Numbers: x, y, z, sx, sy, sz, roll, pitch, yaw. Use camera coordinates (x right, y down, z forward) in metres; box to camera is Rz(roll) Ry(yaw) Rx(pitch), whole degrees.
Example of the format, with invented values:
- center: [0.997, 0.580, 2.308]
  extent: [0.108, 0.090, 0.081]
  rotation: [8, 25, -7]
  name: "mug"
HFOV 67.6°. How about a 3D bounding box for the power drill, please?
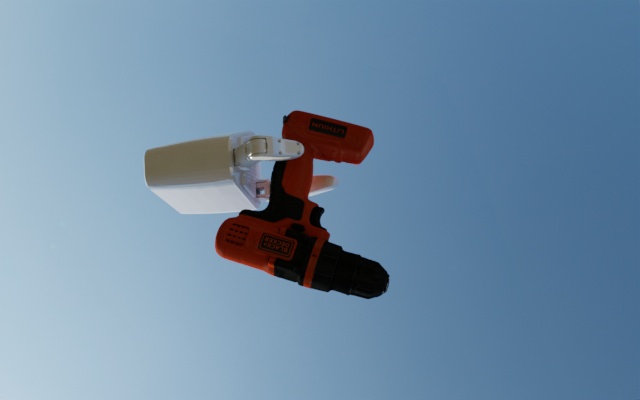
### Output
- center: [0.000, 0.001, 0.518]
  extent: [0.184, 0.187, 0.057]
  rotation: [16, -25, 5]
  name: "power drill"
